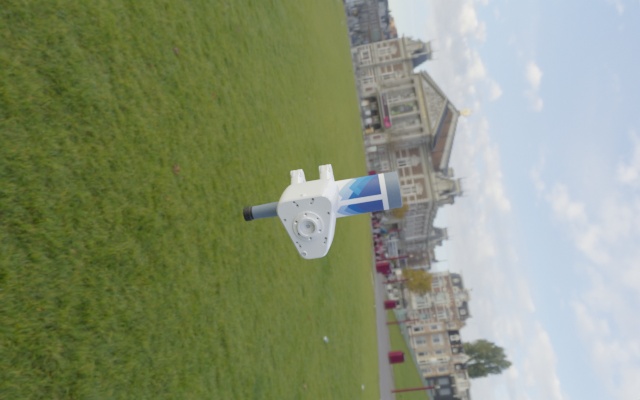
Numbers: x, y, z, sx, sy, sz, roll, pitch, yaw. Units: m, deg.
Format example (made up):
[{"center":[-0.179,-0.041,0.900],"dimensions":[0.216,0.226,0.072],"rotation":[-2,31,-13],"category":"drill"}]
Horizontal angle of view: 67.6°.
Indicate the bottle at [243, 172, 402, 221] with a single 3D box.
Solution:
[{"center":[0.000,0.003,0.892],"dimensions":[0.296,0.069,0.069],"rotation":[-9,-1,7],"category":"bottle"}]
